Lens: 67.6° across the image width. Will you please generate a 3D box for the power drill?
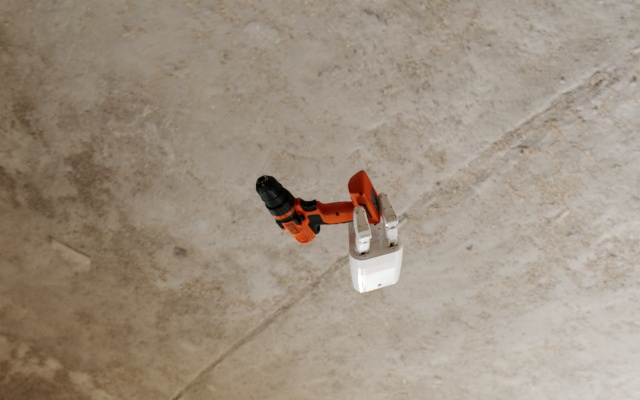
[{"bbox_3d":[0.001,0.003,0.837,0.187,0.057,0.184,-11,-38,22],"label":"power drill"}]
